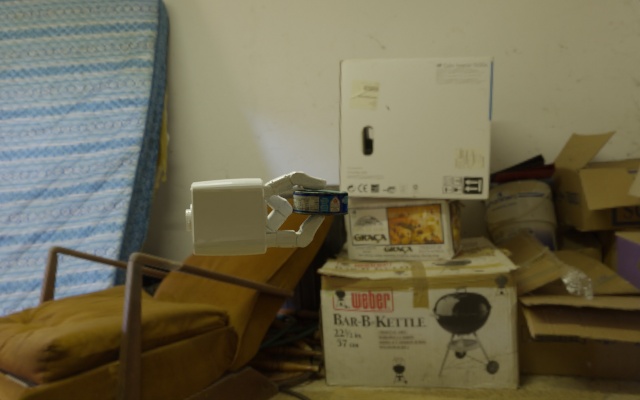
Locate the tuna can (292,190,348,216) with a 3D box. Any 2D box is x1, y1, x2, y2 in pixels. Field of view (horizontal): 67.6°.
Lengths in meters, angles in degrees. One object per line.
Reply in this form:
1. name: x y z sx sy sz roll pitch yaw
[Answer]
1. tuna can: 0.000 0.002 0.727 0.086 0.034 0.086 2 4 0
